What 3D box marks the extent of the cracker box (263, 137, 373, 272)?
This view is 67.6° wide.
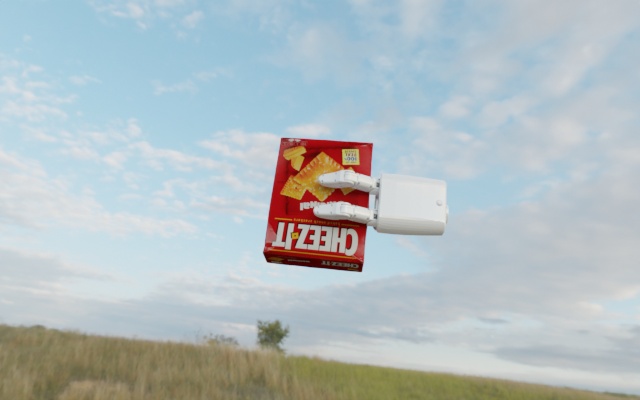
[{"bbox_3d":[0.000,0.003,0.806,0.164,0.213,0.072,5,-22,5],"label":"cracker box"}]
